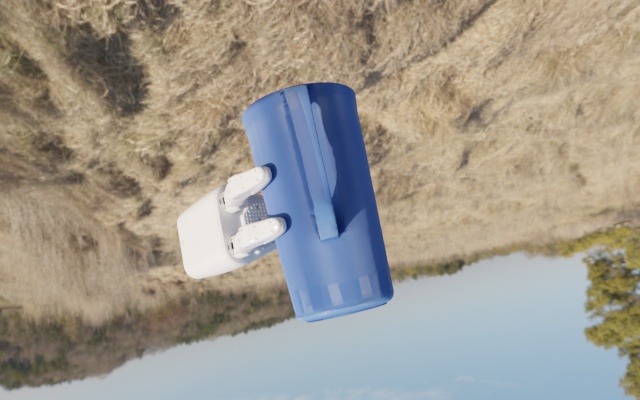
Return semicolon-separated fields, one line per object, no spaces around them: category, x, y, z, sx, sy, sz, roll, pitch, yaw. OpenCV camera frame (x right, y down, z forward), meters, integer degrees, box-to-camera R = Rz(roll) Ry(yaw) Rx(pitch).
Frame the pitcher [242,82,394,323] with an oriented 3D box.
pitcher;0.000;0.002;0.519;0.149;0.242;0.145;-2;-15;-46
